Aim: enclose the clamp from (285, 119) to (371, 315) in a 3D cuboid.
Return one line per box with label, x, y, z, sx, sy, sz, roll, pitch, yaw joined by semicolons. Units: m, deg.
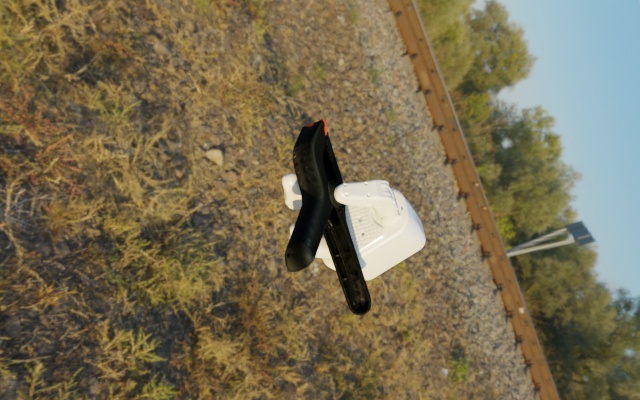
clamp;0.001;0.001;0.479;0.036;0.210;0.165;-17;-25;17
